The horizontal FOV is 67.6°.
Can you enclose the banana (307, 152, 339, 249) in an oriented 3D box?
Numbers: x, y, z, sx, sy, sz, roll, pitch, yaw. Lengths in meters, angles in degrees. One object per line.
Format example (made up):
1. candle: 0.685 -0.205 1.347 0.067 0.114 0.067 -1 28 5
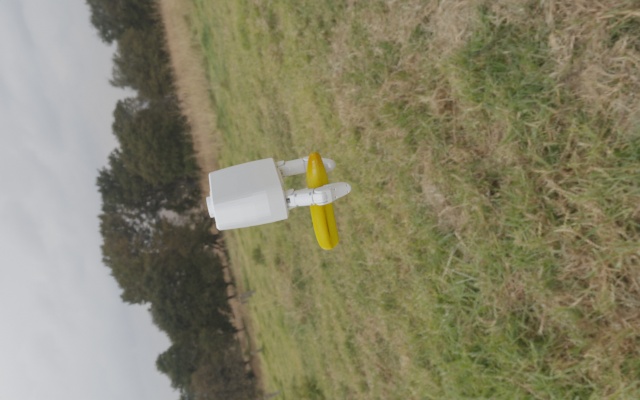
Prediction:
1. banana: 0.003 0.017 0.762 0.037 0.198 0.069 -11 43 0
